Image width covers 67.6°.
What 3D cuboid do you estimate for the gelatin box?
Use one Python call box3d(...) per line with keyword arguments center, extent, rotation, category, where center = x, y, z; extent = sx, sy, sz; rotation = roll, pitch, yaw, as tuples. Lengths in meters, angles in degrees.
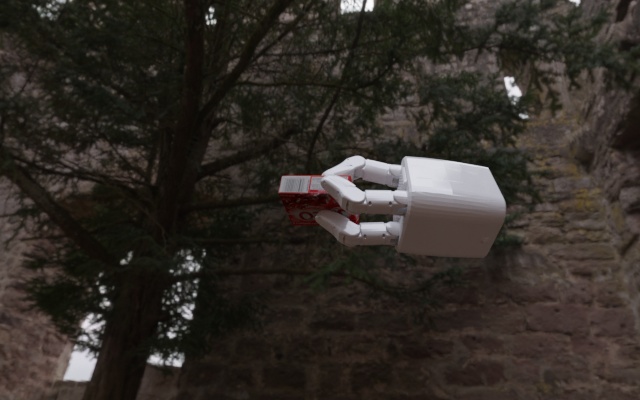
box3d(center=(0.000, 0.002, 0.591), extent=(0.089, 0.030, 0.073), rotation=(1, -35, 14), category="gelatin box")
